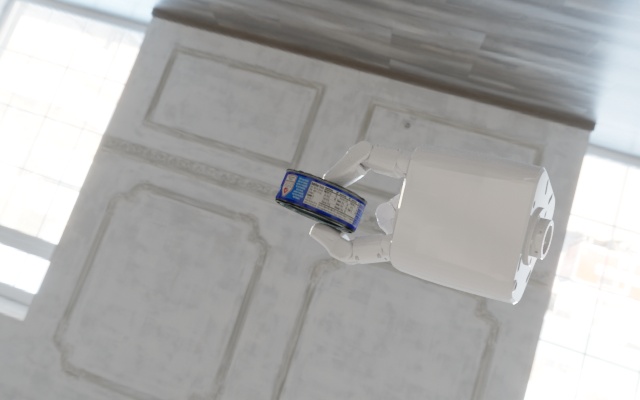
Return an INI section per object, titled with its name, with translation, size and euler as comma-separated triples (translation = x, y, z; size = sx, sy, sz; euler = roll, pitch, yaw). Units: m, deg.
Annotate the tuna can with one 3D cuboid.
[tuna can]
translation = 0.000, 0.002, 0.466
size = 0.086, 0.033, 0.086
euler = 22, -6, 2
